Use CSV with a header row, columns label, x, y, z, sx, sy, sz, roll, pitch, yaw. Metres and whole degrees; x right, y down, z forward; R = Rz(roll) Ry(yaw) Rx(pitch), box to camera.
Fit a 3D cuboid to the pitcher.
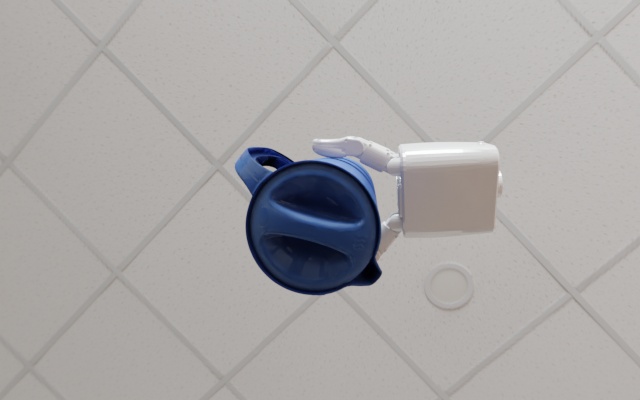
label,x,y,z,sx,sy,sz,roll,pitch,yaw
pitcher,0.000,0.002,0.569,0.145,0.149,0.243,-5,9,9
